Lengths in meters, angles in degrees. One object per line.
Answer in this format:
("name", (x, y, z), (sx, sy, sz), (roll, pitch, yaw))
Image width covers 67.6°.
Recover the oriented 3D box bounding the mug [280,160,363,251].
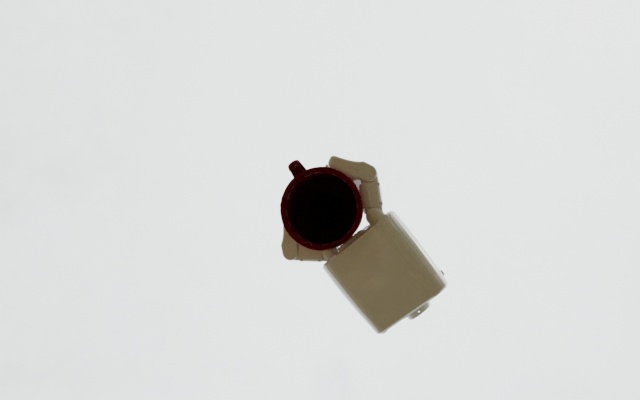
("mug", (-0.001, 0.001, 0.569), (0.093, 0.117, 0.081), (-39, -9, 6))
